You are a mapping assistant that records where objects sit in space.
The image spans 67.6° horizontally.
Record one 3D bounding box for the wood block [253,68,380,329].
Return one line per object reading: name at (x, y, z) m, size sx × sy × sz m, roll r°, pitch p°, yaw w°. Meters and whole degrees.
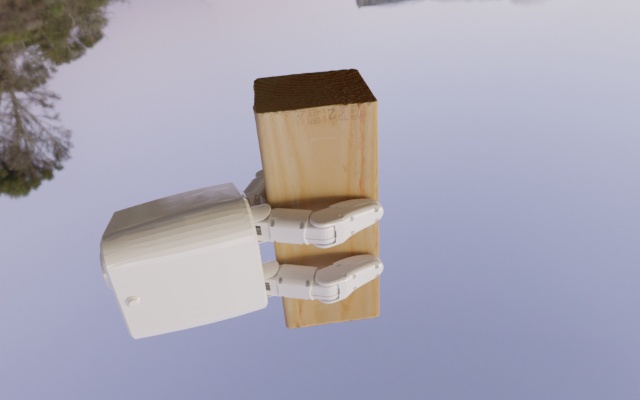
wood block at (0.000, 0.001, 0.420) m, size 0.090 × 0.206 × 0.090 m, roll -7°, pitch 31°, yaw -4°
